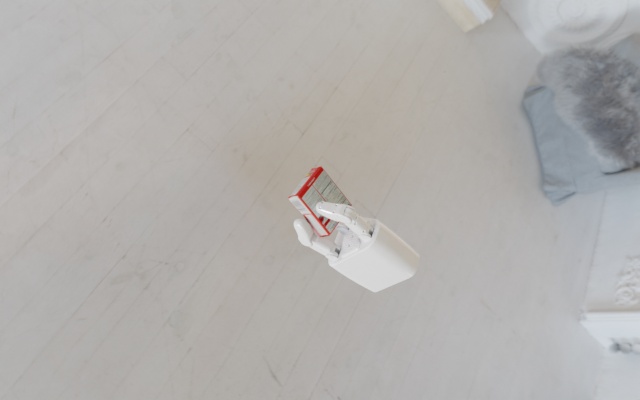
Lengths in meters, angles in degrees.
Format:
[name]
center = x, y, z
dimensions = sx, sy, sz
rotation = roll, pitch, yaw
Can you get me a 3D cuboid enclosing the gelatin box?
[gelatin box]
center = 0.000, 0.002, 0.764
dimensions = 0.030, 0.089, 0.073
rotation = -12, 33, 50
